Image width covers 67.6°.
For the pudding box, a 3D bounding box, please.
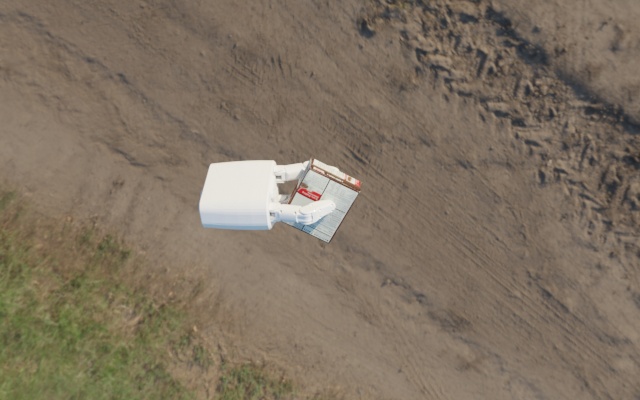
[{"bbox_3d":[0.000,0.003,0.752,0.090,0.113,0.039,25,30,-8],"label":"pudding box"}]
